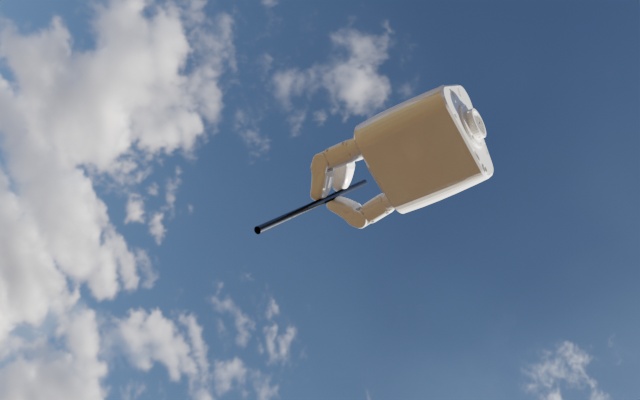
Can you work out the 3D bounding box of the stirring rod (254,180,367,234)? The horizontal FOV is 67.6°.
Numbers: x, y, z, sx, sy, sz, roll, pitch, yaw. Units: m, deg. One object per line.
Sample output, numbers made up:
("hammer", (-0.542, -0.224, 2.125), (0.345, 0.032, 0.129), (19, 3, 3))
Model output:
("stirring rod", (0.000, 0.002, 0.559), (0.011, 0.011, 0.239), (0, 13, 31))
